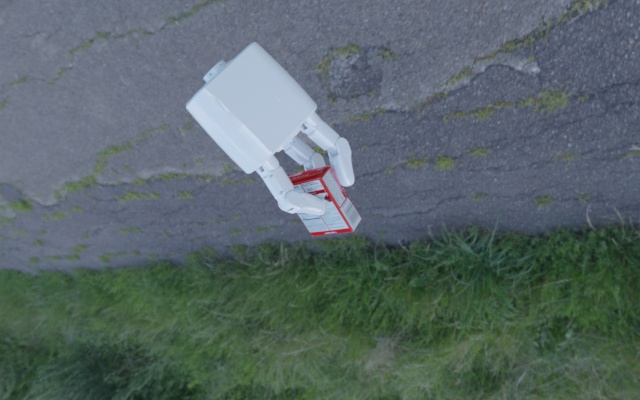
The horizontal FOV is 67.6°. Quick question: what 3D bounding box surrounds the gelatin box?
[{"bbox_3d":[0.000,0.003,0.611,0.073,0.089,0.030,-10,31,42],"label":"gelatin box"}]
